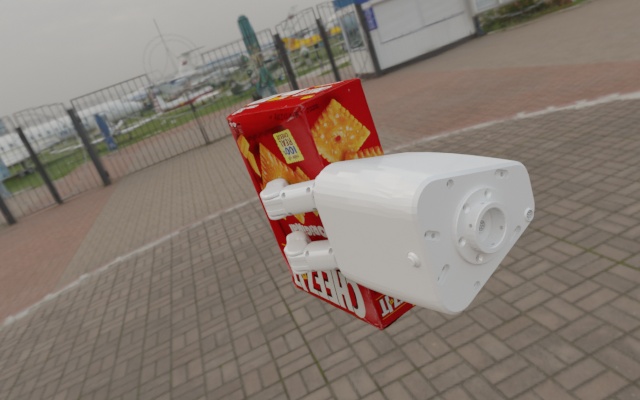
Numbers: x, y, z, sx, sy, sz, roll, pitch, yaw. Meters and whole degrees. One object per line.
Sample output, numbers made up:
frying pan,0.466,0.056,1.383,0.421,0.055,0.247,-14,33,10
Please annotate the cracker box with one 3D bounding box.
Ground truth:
cracker box,0.000,0.001,0.466,0.072,0.214,0.164,-29,20,-26
